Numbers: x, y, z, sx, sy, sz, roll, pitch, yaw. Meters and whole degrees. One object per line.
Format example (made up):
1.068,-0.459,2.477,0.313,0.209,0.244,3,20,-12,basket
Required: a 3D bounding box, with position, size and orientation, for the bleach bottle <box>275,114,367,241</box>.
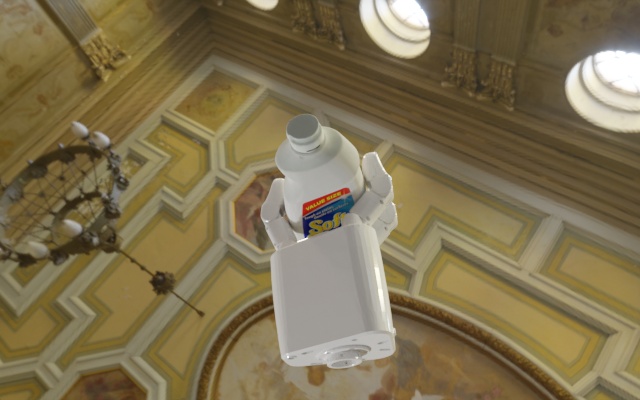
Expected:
0.000,0.002,0.515,0.102,0.068,0.251,-11,-32,6,bleach bottle
